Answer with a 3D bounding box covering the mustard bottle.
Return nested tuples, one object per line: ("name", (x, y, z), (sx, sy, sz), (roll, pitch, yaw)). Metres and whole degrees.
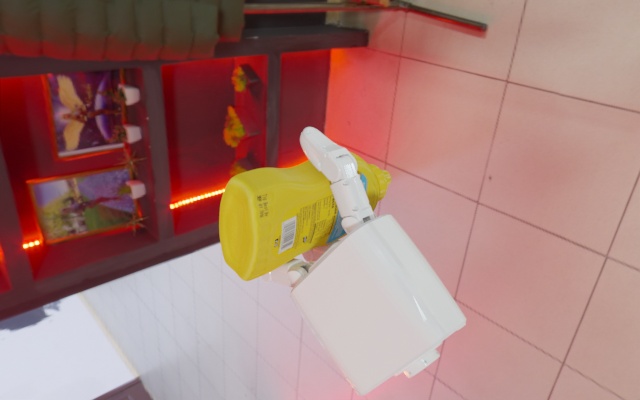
("mustard bottle", (0.000, 0.001, 0.451), (0.191, 0.096, 0.058), (-20, 41, -39))
